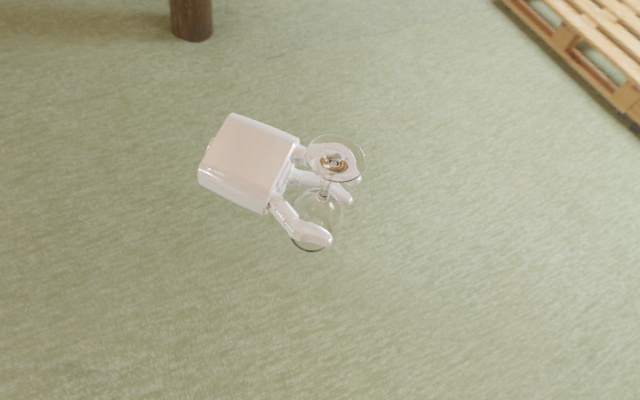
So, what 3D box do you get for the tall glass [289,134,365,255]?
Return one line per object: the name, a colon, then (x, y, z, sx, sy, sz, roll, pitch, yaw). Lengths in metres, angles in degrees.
tall glass: (0.000, 0.002, 0.657, 0.079, 0.079, 0.201, 0, -33, -12)
